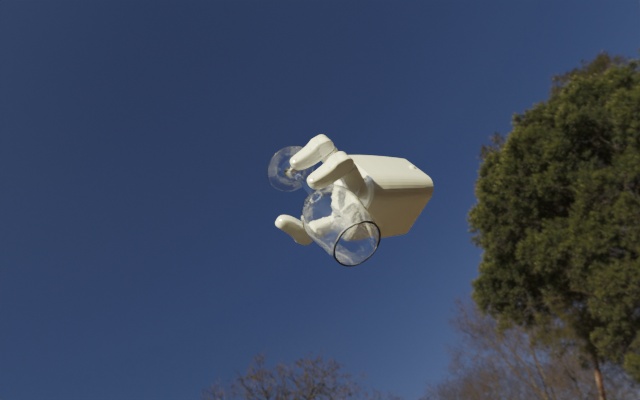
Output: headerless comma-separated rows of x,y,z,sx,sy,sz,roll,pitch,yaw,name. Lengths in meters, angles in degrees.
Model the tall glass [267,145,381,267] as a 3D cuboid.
0.000,0.002,0.618,0.079,0.079,0.201,0,29,-29,tall glass
